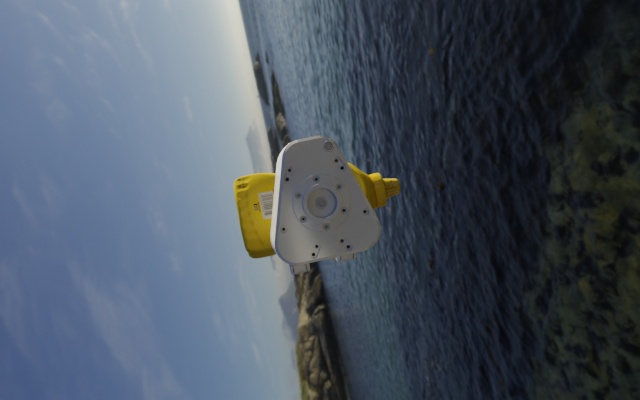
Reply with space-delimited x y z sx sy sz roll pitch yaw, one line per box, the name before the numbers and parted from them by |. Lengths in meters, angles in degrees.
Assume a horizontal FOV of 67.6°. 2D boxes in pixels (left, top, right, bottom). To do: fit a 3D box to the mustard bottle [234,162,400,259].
mustard bottle | 0.000 0.002 0.563 0.191 0.096 0.058 -12 -23 -5
